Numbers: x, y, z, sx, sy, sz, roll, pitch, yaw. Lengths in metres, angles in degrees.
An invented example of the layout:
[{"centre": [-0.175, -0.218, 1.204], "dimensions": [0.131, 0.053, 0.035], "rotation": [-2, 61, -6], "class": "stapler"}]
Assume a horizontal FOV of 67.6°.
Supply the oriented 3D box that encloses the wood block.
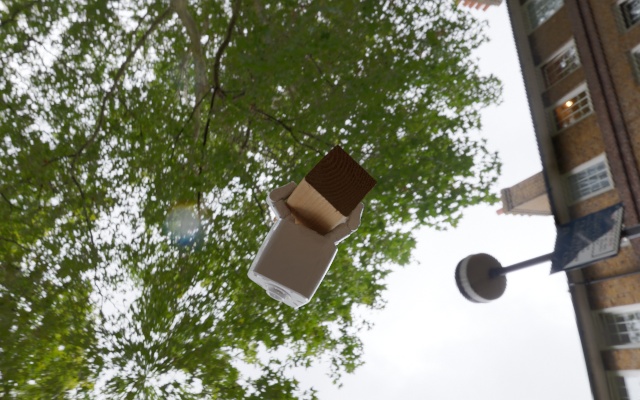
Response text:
[{"centre": [0.000, 0.003, 0.824], "dimensions": [0.090, 0.091, 0.206], "rotation": [-47, 1, -28], "class": "wood block"}]
